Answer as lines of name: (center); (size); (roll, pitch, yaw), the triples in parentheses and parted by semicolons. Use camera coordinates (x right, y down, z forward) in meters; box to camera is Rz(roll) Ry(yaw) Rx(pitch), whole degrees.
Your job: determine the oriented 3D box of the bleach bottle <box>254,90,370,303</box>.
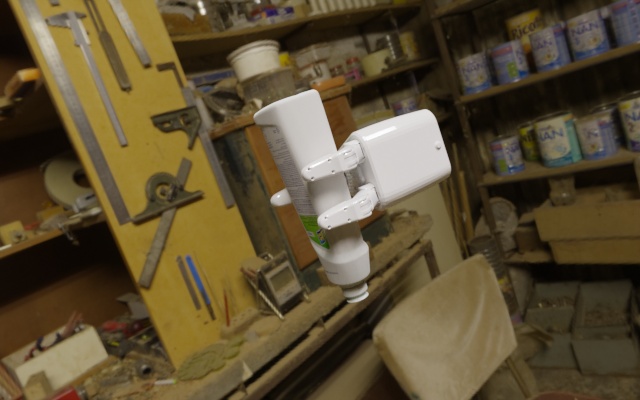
bleach bottle: (0.000, 0.002, 0.572); (0.068, 0.251, 0.102); (-23, 10, -19)
